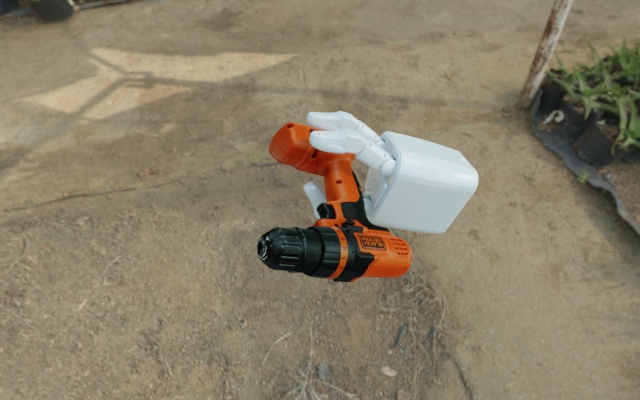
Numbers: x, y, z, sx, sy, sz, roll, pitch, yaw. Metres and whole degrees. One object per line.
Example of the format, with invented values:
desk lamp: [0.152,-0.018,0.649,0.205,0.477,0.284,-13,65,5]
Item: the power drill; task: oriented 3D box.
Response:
power drill: [0.000,0.001,0.525,0.184,0.187,0.057,10,-42,-37]
